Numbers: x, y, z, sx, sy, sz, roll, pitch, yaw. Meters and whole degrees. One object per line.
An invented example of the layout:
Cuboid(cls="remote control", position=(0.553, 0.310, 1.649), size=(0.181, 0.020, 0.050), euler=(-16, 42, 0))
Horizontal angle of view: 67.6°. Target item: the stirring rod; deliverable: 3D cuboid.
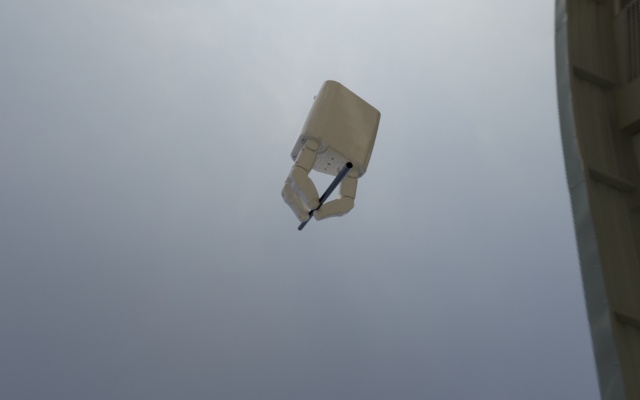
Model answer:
Cuboid(cls="stirring rod", position=(0.000, 0.002, 0.637), size=(0.011, 0.011, 0.240), euler=(0, -20, -16))
